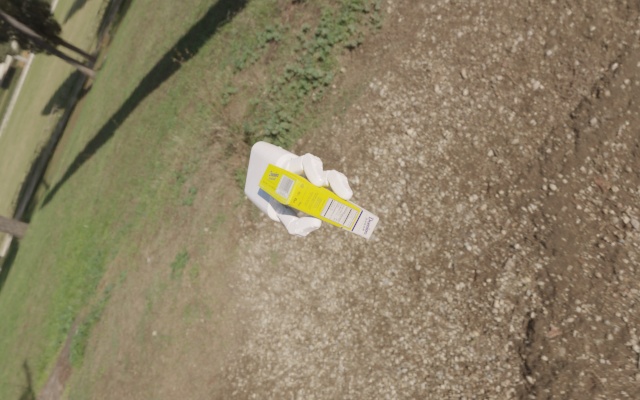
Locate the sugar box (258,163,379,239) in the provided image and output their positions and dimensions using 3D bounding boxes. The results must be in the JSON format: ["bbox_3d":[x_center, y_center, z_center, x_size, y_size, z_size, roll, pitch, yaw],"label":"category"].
[{"bbox_3d":[0.000,0.002,0.741,0.176,0.048,0.093,21,7,-38],"label":"sugar box"}]
